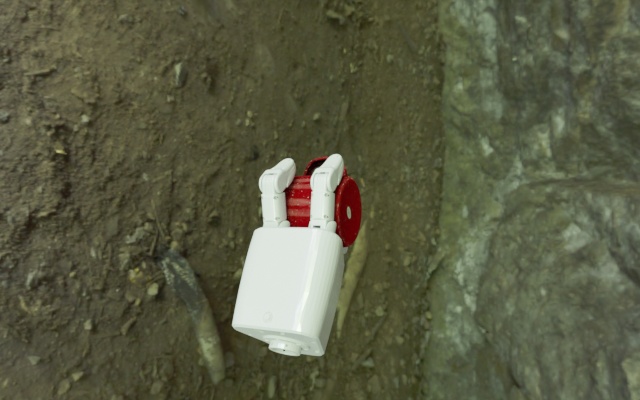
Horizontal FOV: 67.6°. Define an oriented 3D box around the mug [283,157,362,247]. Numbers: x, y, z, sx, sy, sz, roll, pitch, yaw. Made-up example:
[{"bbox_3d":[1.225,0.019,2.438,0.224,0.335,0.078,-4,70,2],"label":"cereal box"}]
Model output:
[{"bbox_3d":[0.001,0.001,0.559,0.081,0.117,0.093,1,-28,24],"label":"mug"}]
